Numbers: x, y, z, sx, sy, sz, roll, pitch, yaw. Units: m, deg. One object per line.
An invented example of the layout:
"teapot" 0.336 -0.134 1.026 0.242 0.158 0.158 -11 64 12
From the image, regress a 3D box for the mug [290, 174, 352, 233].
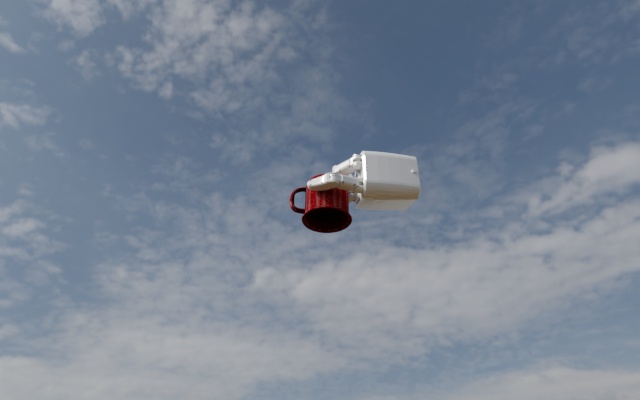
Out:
"mug" -0.001 0.003 0.900 0.117 0.081 0.093 4 -34 -6
